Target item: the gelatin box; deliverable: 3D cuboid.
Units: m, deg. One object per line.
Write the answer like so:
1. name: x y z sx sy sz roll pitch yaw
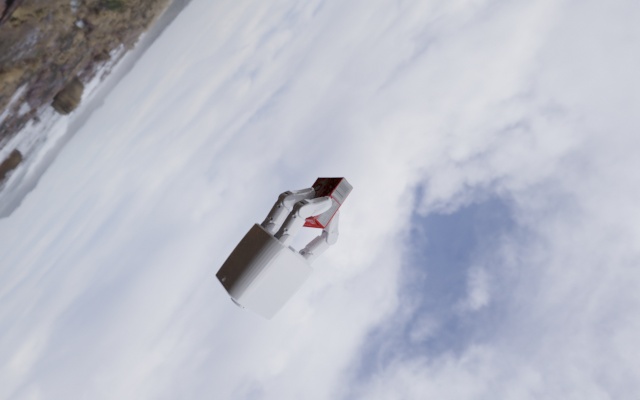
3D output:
1. gelatin box: 0.001 0.003 0.766 0.030 0.089 0.073 46 -22 -26
